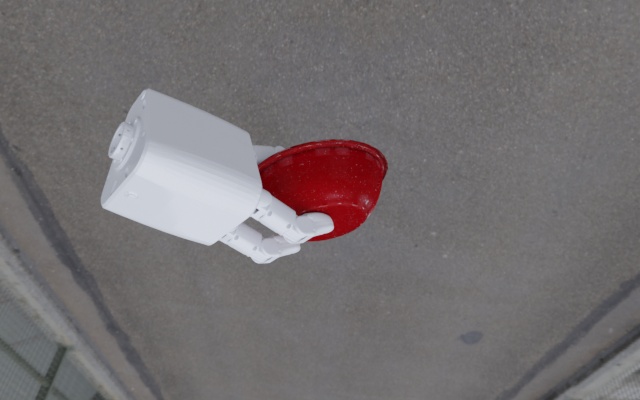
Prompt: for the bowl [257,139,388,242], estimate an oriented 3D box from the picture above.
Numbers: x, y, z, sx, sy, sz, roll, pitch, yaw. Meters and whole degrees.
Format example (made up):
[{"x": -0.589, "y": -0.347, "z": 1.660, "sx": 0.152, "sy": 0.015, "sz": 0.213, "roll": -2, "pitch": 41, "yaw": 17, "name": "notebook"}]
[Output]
[{"x": 0.001, "y": 0.002, "z": 0.519, "sx": 0.162, "sy": 0.055, "sz": 0.162, "roll": -10, "pitch": -26, "yaw": -5, "name": "bowl"}]
